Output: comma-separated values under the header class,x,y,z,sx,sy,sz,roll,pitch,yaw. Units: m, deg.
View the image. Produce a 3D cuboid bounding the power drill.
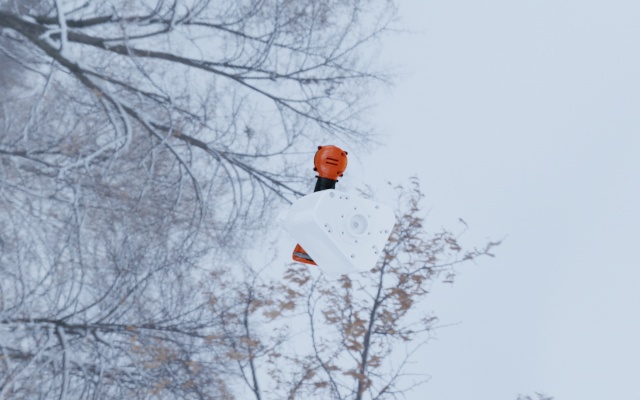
class,x,y,z,sx,sy,sz,roll,pitch,yaw
power drill,0.000,0.003,0.769,0.057,0.187,0.184,11,4,0
